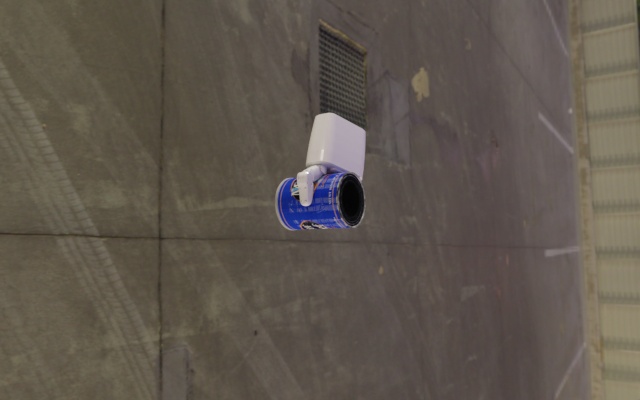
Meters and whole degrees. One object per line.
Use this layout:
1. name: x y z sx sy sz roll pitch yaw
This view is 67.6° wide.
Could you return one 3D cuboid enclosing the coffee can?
1. coffee can: 0.000 0.003 0.899 0.140 0.103 0.103 -4 -2 34
